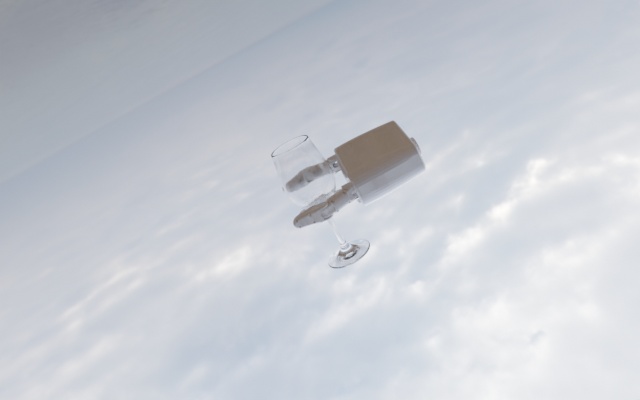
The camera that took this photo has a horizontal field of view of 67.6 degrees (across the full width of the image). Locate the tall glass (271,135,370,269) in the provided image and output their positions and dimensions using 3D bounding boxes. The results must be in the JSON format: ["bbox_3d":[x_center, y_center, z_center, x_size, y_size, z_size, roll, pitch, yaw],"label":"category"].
[{"bbox_3d":[0.000,0.003,0.725,0.079,0.201,0.079,-26,20,10],"label":"tall glass"}]
